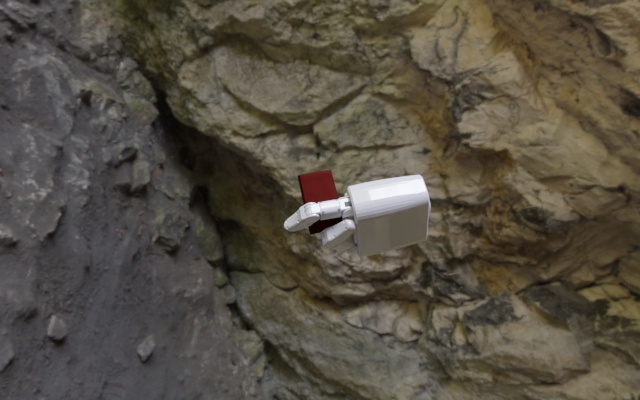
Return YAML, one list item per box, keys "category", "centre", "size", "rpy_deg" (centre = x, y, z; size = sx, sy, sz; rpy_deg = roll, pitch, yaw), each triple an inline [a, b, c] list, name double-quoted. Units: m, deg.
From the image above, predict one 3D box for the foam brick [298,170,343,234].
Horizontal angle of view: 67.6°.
- category: "foam brick"
  centre: [0.000, 0.002, 0.710]
  size: [0.051, 0.078, 0.053]
  rpy_deg: [-12, -28, -1]
